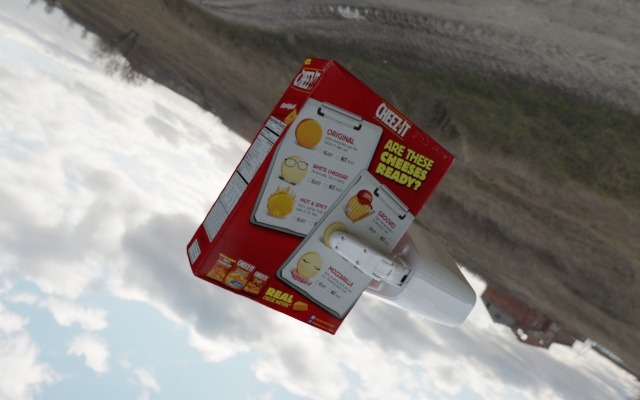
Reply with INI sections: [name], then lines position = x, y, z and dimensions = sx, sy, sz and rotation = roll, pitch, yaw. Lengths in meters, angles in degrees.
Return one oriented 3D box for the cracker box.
[cracker box]
position = 0.000, 0.002, 0.454
dimensions = 0.164, 0.214, 0.072
rotation = 31, 4, -29
